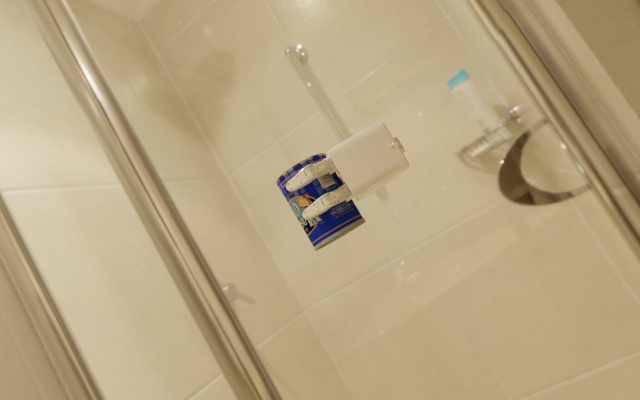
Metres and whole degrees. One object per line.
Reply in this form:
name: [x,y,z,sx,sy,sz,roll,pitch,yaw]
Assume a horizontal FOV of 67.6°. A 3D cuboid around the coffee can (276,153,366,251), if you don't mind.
coffee can: [0.000,0.003,0.841,0.103,0.140,0.103,-30,-7,-4]
